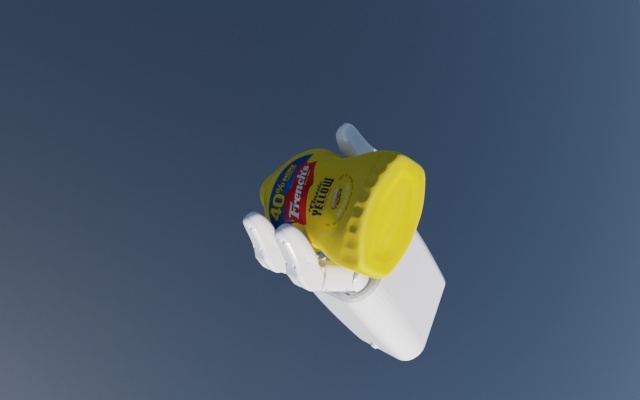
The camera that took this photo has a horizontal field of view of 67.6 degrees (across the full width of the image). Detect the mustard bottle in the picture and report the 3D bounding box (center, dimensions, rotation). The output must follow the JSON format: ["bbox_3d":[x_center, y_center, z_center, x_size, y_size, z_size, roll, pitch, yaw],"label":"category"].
[{"bbox_3d":[0.000,0.001,0.428,0.058,0.096,0.191,24,-7,-36],"label":"mustard bottle"}]
